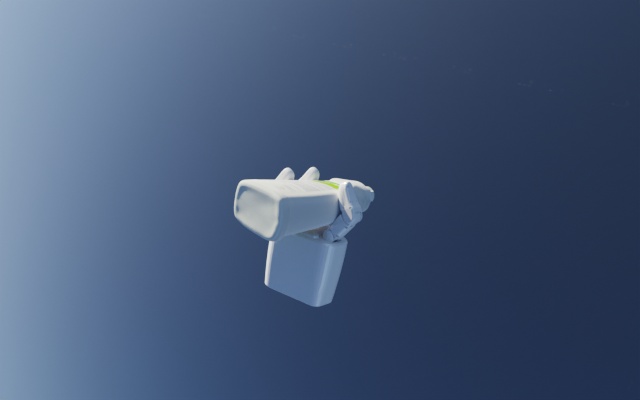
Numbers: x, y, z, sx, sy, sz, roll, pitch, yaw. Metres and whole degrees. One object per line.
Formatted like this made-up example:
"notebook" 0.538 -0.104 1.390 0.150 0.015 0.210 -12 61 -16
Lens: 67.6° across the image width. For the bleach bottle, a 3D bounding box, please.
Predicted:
"bleach bottle" 0.000 0.002 0.712 0.102 0.068 0.251 25 21 39
